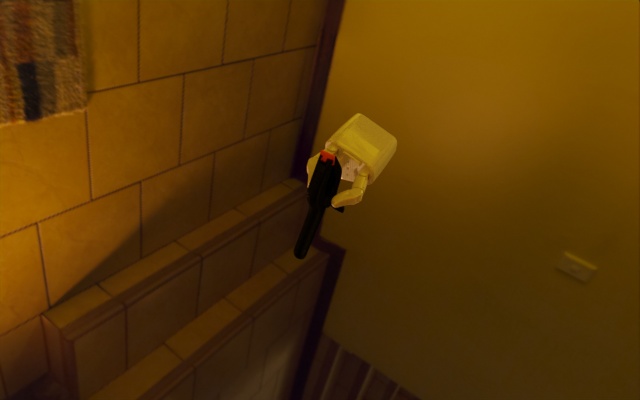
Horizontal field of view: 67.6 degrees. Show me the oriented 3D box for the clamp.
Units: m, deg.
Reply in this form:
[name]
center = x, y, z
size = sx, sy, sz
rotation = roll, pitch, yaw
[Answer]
[clamp]
center = 0.001, 0.003, 0.871
size = 0.036, 0.164, 0.210
rotation = 25, -36, 19
